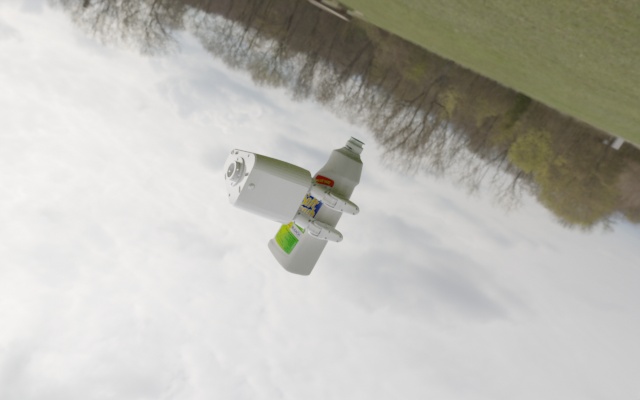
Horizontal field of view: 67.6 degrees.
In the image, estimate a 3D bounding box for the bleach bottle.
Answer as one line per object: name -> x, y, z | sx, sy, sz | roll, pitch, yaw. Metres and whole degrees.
bleach bottle -> 0.000, 0.003, 0.831 | 0.068, 0.251, 0.102 | 18, 17, -36
